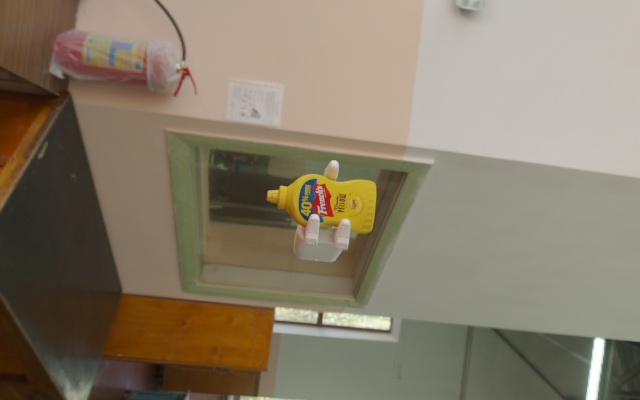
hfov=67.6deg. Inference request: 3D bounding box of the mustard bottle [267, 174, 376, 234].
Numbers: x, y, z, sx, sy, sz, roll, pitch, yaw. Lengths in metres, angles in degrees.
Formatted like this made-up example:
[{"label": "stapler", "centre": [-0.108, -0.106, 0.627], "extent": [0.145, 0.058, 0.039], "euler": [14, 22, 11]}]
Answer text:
[{"label": "mustard bottle", "centre": [0.000, 0.003, 0.856], "extent": [0.191, 0.096, 0.058], "euler": [7, -5, -6]}]
